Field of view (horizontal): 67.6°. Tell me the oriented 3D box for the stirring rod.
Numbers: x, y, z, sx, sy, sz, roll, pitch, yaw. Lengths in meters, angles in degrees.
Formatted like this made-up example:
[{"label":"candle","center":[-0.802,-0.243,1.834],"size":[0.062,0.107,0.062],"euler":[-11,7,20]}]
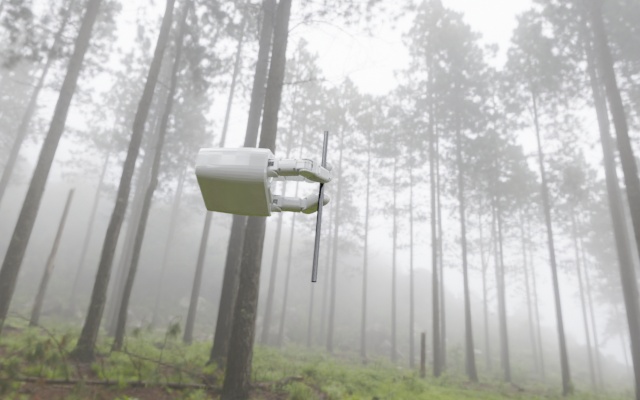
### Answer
[{"label":"stirring rod","center":[0.000,0.002,0.708],"size":[0.011,0.239,0.011],"euler":[4,-23,2]}]
